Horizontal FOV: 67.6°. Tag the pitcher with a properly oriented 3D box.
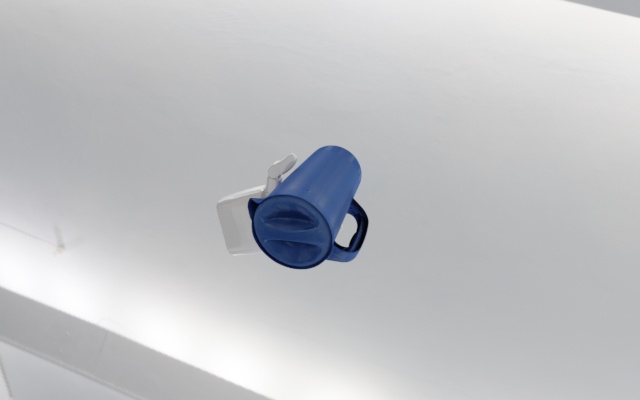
[{"bbox_3d":[0.000,0.003,0.813,0.145,0.149,0.242,-14,22,27],"label":"pitcher"}]
